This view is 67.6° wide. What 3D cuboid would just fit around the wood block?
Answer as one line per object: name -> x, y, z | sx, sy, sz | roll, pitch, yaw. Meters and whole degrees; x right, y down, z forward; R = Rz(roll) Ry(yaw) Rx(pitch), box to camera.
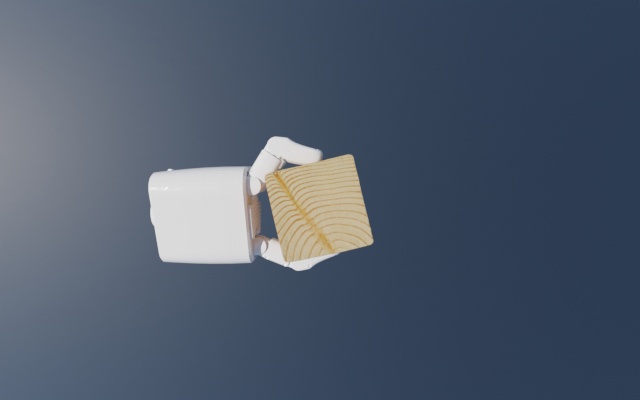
wood block -> 0.000, 0.002, 0.556 | 0.090, 0.091, 0.206 | -13, 4, 2
